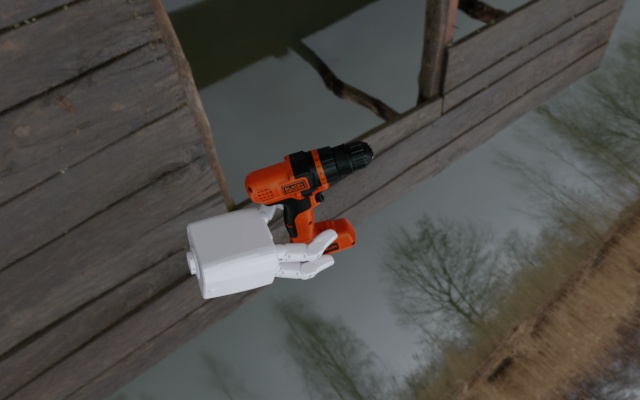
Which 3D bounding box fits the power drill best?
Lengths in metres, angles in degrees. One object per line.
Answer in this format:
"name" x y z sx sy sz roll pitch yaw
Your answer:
"power drill" 0.000 0.003 0.714 0.184 0.188 0.057 -16 44 3
